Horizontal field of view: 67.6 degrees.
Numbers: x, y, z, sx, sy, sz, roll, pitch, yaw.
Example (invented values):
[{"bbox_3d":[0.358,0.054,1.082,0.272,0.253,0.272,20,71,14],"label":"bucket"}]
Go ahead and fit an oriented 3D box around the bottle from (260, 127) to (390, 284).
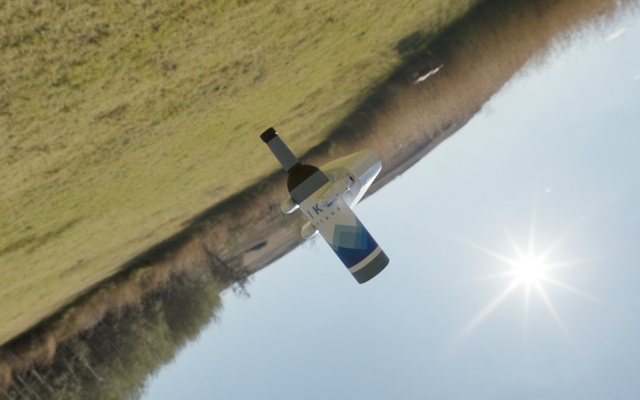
[{"bbox_3d":[0.000,0.003,0.792,0.069,0.296,0.069,-38,1,1],"label":"bottle"}]
